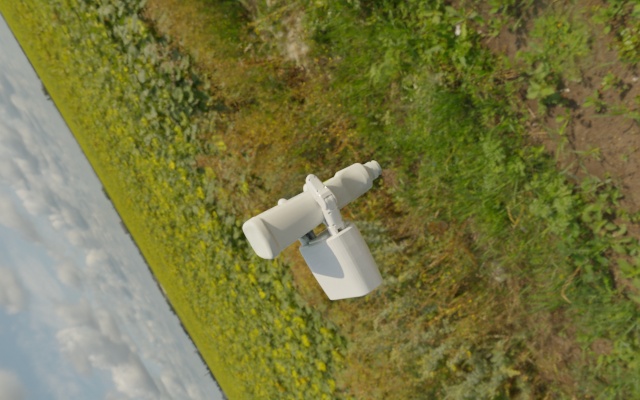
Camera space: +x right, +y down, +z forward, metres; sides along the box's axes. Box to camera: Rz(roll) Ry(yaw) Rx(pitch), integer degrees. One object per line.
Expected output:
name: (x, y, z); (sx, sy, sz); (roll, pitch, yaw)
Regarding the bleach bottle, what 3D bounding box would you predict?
bleach bottle: (0.000, 0.003, 0.776); (0.251, 0.068, 0.102); (-31, 6, -21)
